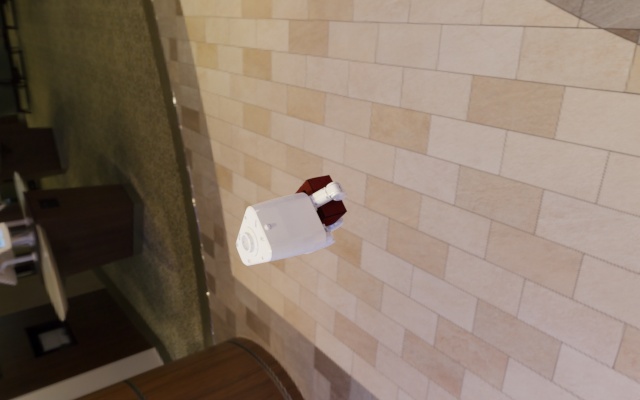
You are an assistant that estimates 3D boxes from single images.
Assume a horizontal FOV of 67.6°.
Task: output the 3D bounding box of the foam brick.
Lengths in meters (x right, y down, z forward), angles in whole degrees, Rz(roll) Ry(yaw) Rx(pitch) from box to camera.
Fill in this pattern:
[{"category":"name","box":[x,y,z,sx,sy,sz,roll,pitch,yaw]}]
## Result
[{"category":"foam brick","box":[0.000,0.003,0.835,0.051,0.078,0.053,-13,-21,-35]}]
